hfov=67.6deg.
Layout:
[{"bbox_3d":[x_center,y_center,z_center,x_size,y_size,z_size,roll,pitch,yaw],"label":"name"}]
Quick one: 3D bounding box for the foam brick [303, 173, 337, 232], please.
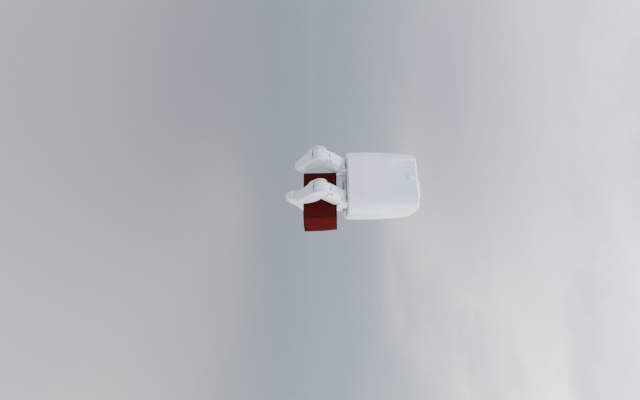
[{"bbox_3d":[0.000,0.003,0.735,0.051,0.078,0.053,0,-25,1],"label":"foam brick"}]
